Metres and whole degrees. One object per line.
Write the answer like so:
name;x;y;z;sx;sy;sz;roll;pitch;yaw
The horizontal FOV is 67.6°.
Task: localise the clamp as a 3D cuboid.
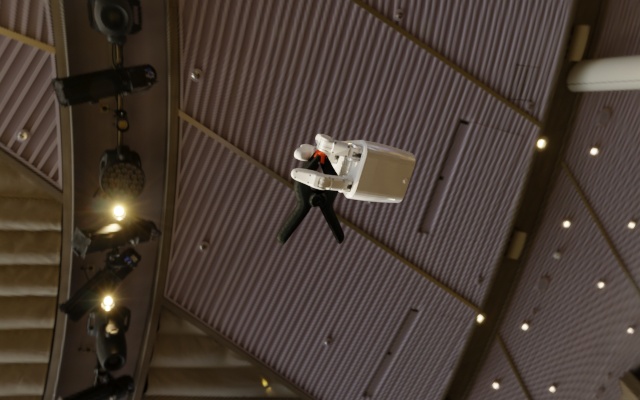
clamp;0.000;0.002;0.812;0.120;0.171;0.039;8;18;-27
